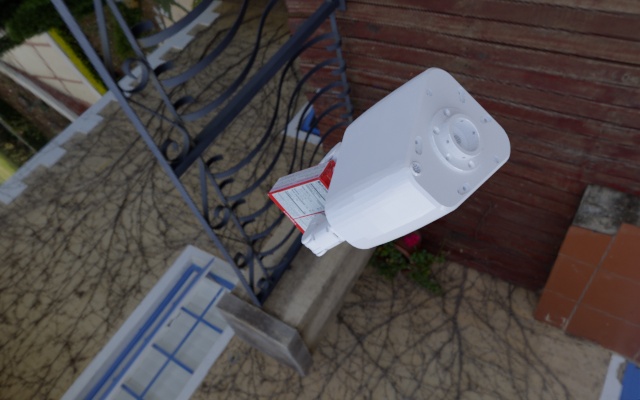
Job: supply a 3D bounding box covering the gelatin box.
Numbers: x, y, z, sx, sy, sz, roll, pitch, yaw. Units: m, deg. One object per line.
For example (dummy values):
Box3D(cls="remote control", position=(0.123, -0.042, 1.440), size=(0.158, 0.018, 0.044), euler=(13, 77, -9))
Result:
Box3D(cls="gelatin box", position=(0.000, 0.002, 0.490), size=(0.089, 0.073, 0.030), euler=(-16, 33, 47))
